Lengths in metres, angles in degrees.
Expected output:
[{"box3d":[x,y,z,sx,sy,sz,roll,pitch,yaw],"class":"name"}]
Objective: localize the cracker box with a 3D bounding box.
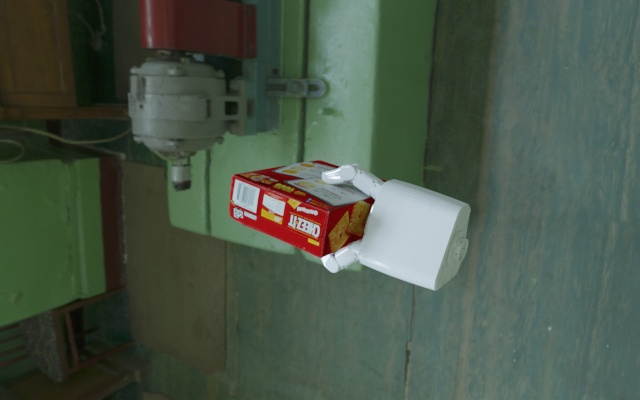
[{"box3d":[0.000,0.002,0.695,0.164,0.072,0.213,20,20,30],"class":"cracker box"}]
